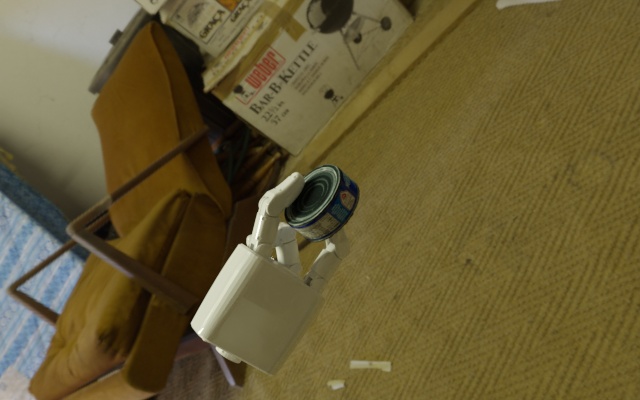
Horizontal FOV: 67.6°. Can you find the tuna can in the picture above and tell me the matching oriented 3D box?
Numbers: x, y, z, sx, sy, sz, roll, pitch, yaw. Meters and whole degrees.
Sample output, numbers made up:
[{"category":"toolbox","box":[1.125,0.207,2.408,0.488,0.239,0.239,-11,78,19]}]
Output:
[{"category":"tuna can","box":[0.000,0.001,0.534,0.034,0.086,0.086,41,-24,-31]}]
